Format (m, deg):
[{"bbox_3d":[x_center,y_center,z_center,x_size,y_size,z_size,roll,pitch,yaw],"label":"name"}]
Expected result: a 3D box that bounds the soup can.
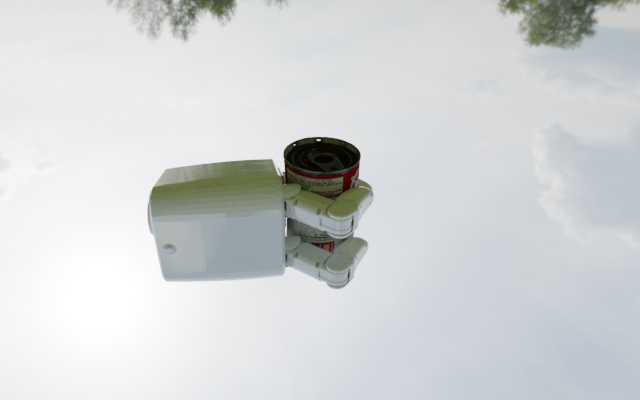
[{"bbox_3d":[0.001,0.002,0.442,0.068,0.102,0.068,1,33,-1],"label":"soup can"}]
